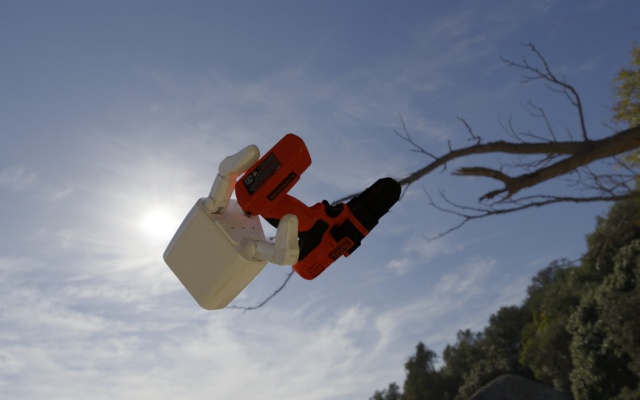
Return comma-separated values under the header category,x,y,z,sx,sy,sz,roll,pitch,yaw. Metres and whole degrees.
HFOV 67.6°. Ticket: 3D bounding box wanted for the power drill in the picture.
category,x,y,z,sx,sy,sz,roll,pitch,yaw
power drill,0.000,0.002,0.603,0.188,0.184,0.057,44,4,-40
